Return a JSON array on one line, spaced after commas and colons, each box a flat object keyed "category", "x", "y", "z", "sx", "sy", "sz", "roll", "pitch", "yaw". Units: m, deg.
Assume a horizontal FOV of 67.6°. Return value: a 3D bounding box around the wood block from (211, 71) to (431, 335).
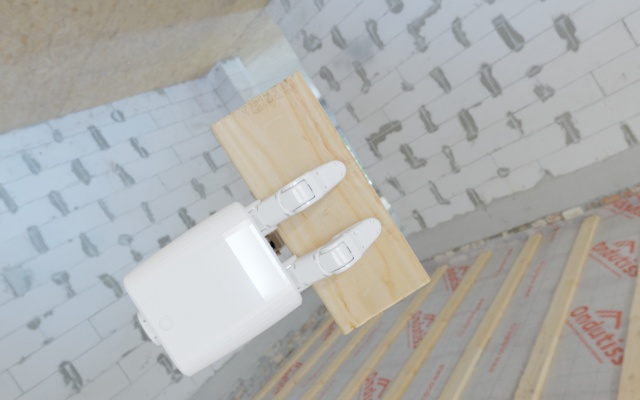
[{"category": "wood block", "x": 0.000, "y": 0.002, "z": 0.437, "sx": 0.090, "sy": 0.206, "sz": 0.091, "roll": -32, "pitch": 3, "yaw": -1}]
